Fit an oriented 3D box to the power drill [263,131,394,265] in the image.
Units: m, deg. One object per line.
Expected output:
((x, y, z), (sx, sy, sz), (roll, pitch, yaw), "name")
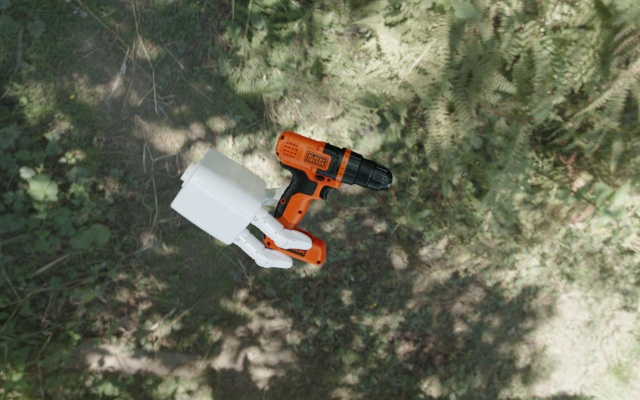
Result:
((0.000, 0.003, 0.744), (0.184, 0.188, 0.057), (20, 16, 2), "power drill")
